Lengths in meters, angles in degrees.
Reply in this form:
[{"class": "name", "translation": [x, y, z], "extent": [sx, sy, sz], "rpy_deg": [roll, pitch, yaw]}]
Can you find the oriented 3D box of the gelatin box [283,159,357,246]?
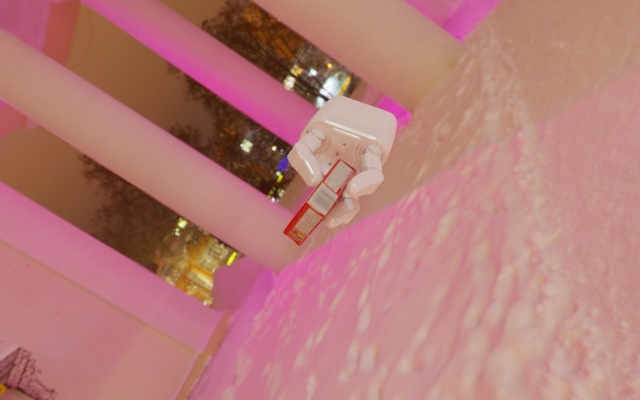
[{"class": "gelatin box", "translation": [0.000, 0.002, 0.563], "extent": [0.089, 0.030, 0.073], "rpy_deg": [-53, 2, -41]}]
